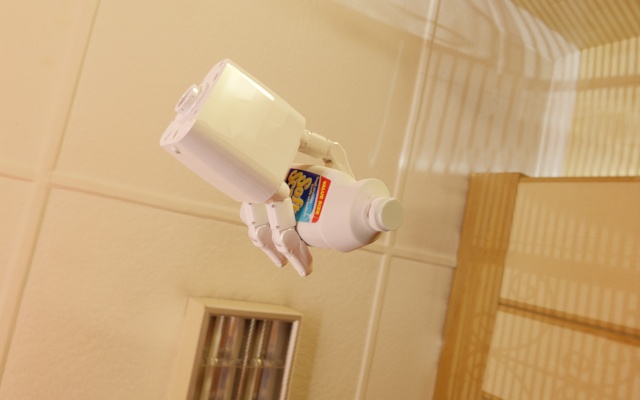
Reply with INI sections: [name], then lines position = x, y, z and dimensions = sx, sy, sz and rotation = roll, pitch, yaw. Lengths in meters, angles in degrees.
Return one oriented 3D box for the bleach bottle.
[bleach bottle]
position = 0.000, 0.002, 0.528
dimensions = 0.068, 0.102, 0.251
rotation = 37, -18, -28
